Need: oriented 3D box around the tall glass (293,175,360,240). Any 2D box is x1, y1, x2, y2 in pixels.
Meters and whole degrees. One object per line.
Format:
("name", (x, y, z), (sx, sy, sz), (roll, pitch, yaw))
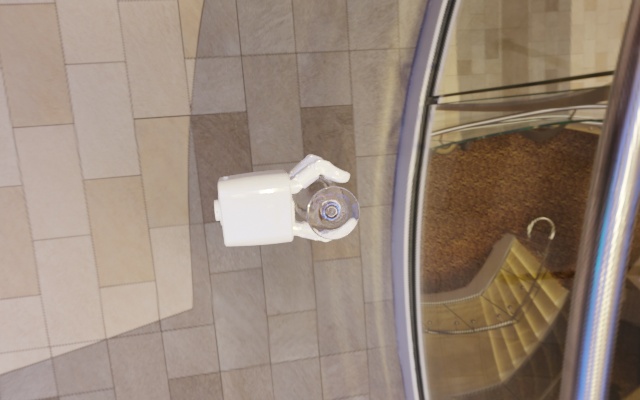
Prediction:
("tall glass", (0.000, 0.003, 0.748), (0.079, 0.079, 0.201), (0, 9, -10))
